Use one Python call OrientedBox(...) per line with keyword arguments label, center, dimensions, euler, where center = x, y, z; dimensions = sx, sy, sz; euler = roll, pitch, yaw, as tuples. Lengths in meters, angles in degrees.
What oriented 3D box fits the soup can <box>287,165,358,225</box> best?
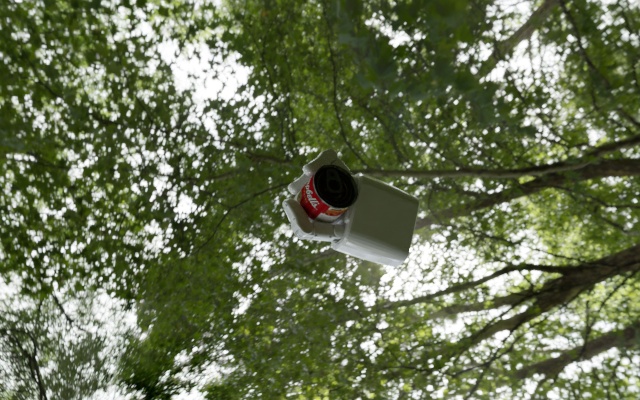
OrientedBox(label="soup can", center=(0.000, 0.002, 0.688), dimensions=(0.068, 0.068, 0.102), euler=(0, -26, -28))
